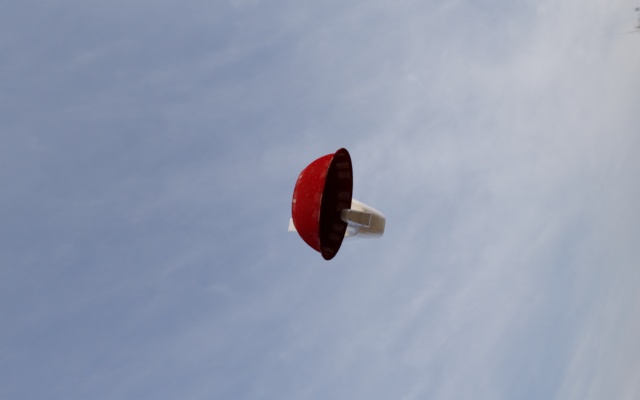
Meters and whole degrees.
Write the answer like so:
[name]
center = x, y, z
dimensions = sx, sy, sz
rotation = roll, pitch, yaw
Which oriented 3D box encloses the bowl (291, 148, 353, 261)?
[bowl]
center = -0.001, 0.002, 0.685
dimensions = 0.055, 0.162, 0.162
rotation = 8, 2, 17
